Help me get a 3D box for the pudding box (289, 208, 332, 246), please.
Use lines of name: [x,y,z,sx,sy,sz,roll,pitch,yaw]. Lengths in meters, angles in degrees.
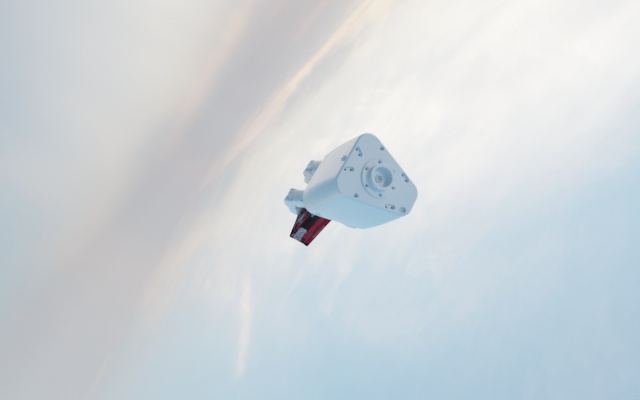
pudding box: [0.000,0.002,0.729,0.039,0.113,0.090,33,-48,-10]
